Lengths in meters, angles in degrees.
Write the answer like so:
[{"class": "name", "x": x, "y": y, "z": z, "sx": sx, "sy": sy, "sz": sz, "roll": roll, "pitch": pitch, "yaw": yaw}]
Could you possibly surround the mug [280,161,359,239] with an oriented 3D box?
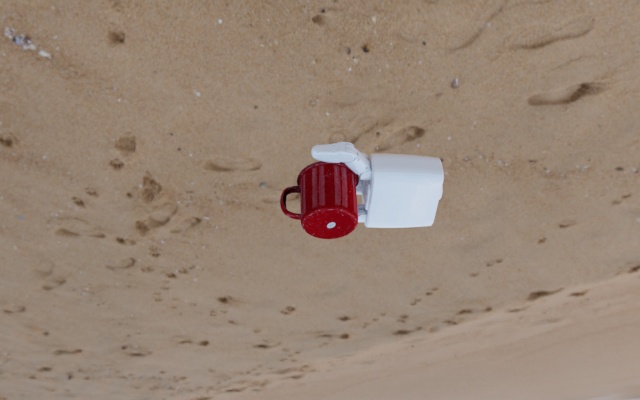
[{"class": "mug", "x": -0.001, "y": 0.002, "z": 0.691, "sx": 0.117, "sy": 0.081, "sz": 0.093, "roll": 1, "pitch": -37, "yaw": -3}]
